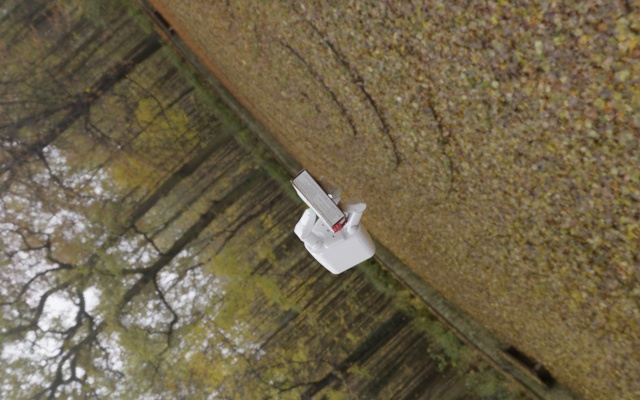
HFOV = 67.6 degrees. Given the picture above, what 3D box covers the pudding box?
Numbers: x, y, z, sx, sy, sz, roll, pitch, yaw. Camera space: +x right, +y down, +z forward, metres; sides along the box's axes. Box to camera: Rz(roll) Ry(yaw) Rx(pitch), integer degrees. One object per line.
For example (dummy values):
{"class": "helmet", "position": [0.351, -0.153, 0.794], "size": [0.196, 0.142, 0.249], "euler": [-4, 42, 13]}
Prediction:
{"class": "pudding box", "position": [0.000, 0.003, 0.850], "size": [0.039, 0.113, 0.090], "euler": [-42, -10, -4]}
